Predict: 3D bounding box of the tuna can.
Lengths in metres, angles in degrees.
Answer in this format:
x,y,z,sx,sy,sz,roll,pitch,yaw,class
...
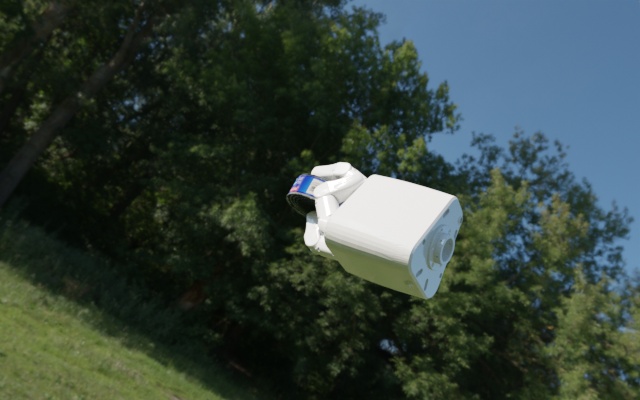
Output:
x,y,z,sx,sy,sz,roll,pitch,yaw,class
0.000,0.002,0.630,0.086,0.033,0.086,25,-20,10,tuna can
